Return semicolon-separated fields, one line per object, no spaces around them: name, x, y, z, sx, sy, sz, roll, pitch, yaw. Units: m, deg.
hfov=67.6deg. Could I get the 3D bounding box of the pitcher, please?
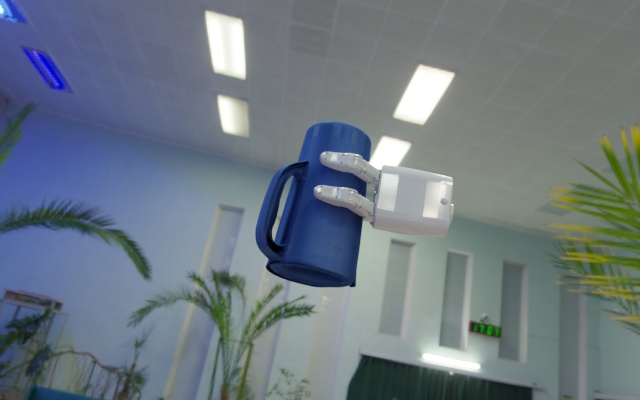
pitcher;0.000;0.002;0.721;0.145;0.242;0.149;9;-21;6
